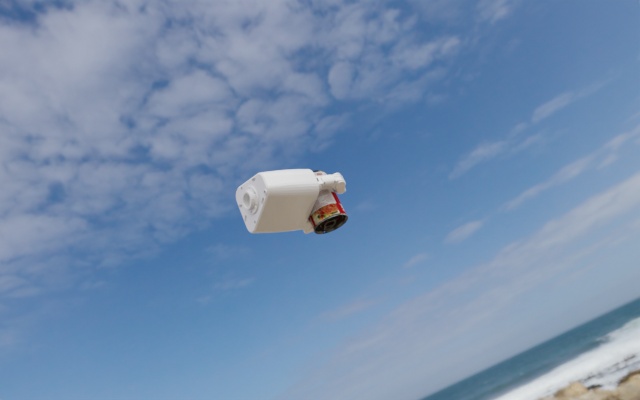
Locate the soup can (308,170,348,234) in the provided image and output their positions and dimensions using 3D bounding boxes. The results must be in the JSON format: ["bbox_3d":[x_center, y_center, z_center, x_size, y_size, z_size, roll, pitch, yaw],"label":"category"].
[{"bbox_3d":[0.000,0.003,0.897,0.068,0.102,0.068,-21,-25,-10],"label":"soup can"}]
